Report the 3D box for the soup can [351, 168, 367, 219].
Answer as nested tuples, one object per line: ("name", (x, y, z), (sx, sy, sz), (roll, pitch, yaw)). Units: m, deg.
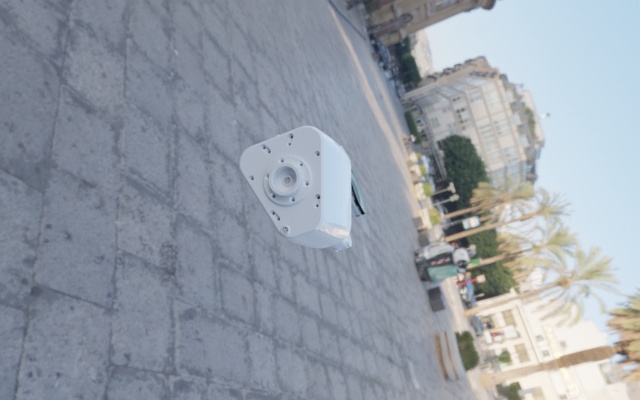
("soup can", (0.001, 0.002, 0.611), (0.102, 0.068, 0.068), (-19, -4, 12))
